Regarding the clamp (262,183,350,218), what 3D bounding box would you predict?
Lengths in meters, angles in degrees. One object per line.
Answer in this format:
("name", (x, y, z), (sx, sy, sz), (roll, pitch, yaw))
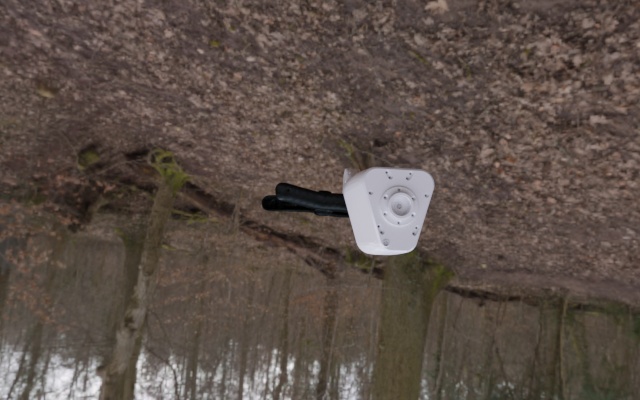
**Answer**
("clamp", (0.000, 0.003, 0.705), (0.171, 0.039, 0.120), (3, -5, -8))
